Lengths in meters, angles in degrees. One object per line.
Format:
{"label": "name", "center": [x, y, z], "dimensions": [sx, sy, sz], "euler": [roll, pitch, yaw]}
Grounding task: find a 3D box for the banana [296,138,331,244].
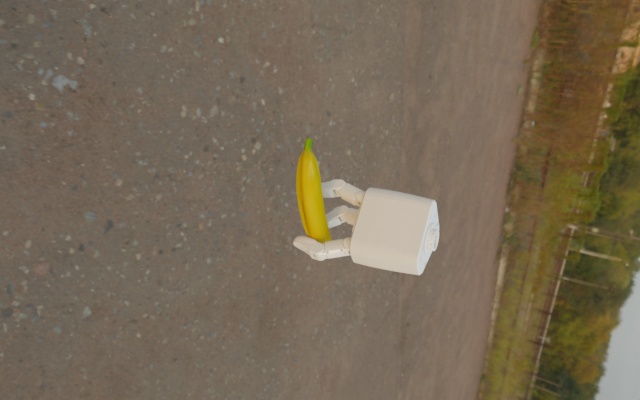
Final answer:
{"label": "banana", "center": [-0.008, 0.008, 0.742], "dimensions": [0.037, 0.198, 0.069], "euler": [5, 29, 24]}
